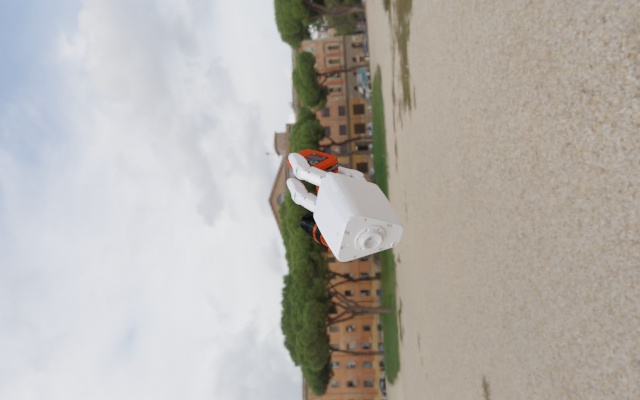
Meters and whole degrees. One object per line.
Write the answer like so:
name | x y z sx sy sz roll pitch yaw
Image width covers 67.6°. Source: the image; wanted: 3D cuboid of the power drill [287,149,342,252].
power drill | 0.000 0.003 0.877 0.057 0.188 0.184 -32 28 -25
